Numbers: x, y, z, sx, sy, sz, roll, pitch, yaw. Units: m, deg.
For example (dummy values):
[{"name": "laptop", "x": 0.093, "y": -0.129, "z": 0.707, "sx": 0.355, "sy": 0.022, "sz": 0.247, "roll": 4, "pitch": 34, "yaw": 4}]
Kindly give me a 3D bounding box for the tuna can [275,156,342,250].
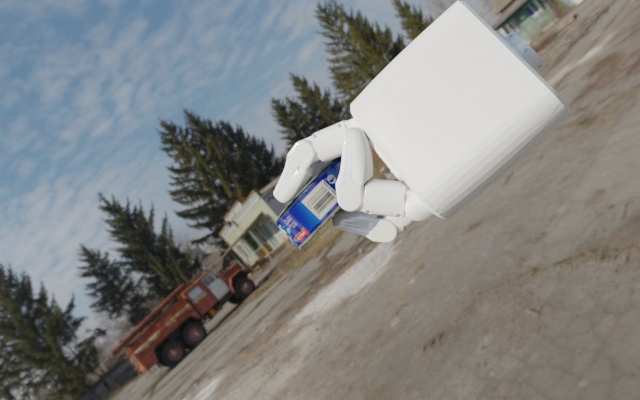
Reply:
[{"name": "tuna can", "x": 0.000, "y": 0.001, "z": 0.424, "sx": 0.034, "sy": 0.086, "sz": 0.086, "roll": 44, "pitch": 1, "yaw": 2}]
